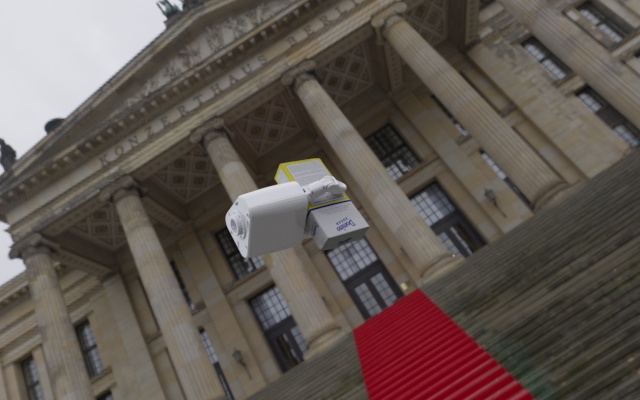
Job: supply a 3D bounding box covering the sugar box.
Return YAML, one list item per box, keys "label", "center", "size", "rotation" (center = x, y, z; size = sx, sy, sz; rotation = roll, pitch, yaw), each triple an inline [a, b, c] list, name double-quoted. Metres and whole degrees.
- label: "sugar box"
  center: [0.000, 0.003, 0.854]
  size: [0.093, 0.176, 0.048]
  rotation: [-12, -33, -34]
